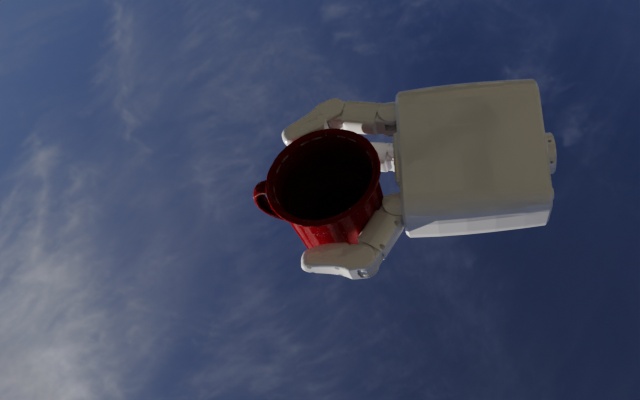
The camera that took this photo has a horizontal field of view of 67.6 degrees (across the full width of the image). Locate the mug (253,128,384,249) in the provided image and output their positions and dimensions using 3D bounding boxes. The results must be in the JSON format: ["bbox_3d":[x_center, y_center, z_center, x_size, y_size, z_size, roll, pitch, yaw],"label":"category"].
[{"bbox_3d":[-0.001,0.002,0.407,0.117,0.093,0.081,-3,-33,17],"label":"mug"}]
